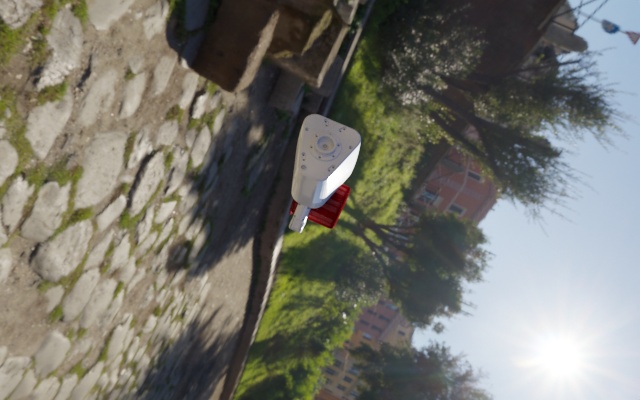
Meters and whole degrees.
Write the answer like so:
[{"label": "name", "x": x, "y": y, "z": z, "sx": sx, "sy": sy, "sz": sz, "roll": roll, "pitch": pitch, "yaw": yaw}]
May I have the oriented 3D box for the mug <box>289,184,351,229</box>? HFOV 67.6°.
[{"label": "mug", "x": 0.000, "y": 0.003, "z": 0.851, "sx": 0.081, "sy": 0.093, "sz": 0.117, "roll": 24, "pitch": -21, "yaw": 4}]
